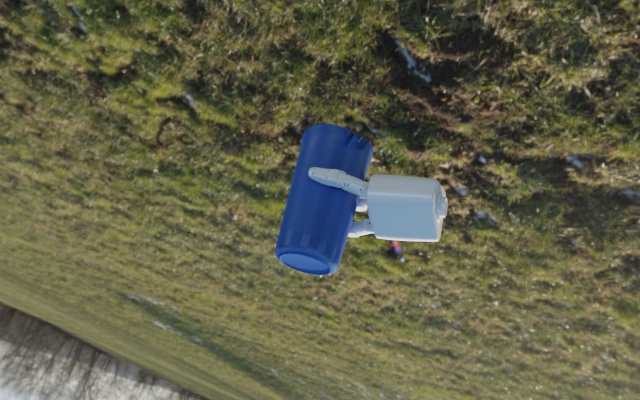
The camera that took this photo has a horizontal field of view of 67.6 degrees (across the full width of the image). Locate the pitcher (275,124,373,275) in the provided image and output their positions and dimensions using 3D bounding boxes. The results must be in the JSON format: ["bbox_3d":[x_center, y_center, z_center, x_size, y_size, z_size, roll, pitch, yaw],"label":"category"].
[{"bbox_3d":[0.000,0.003,0.836,0.145,0.242,0.149,4,-28,23],"label":"pitcher"}]
